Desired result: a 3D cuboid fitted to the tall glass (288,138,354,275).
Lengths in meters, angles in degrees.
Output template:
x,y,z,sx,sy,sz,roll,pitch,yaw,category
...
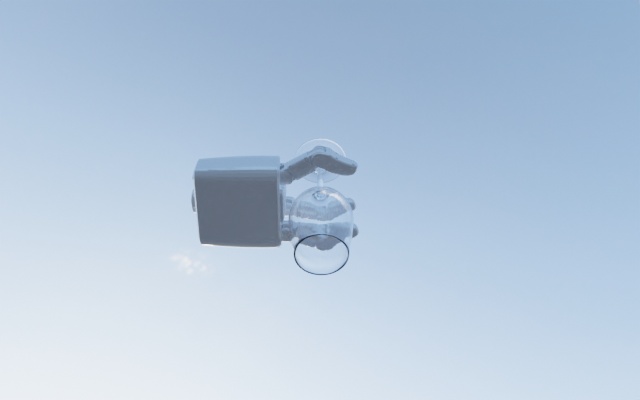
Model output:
x,y,z,sx,sy,sz,roll,pitch,yaw,category
0.000,0.002,0.603,0.079,0.079,0.201,0,36,-1,tall glass
